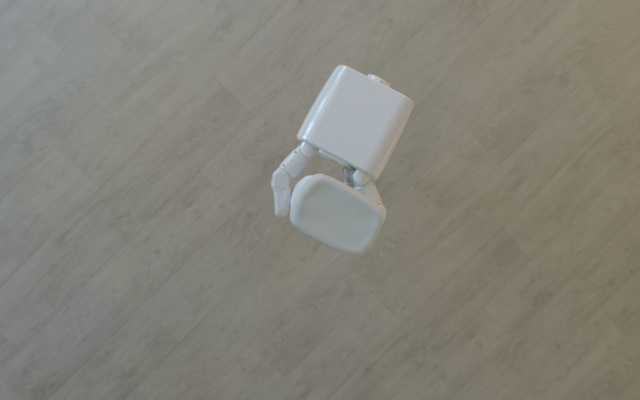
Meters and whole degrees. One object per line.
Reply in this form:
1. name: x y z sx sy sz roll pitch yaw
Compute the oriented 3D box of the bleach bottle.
1. bleach bottle: 0.000 0.002 0.623 0.102 0.068 0.251 29 2 -12
